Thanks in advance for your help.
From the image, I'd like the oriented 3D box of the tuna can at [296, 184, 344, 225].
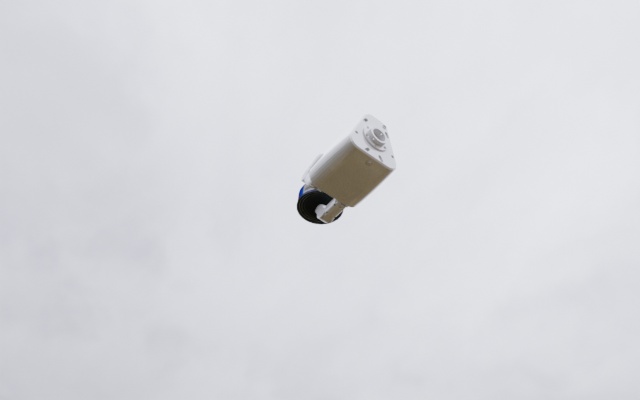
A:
[{"bbox_3d":[0.000,0.002,0.874,0.086,0.086,0.033,0,44,5],"label":"tuna can"}]
